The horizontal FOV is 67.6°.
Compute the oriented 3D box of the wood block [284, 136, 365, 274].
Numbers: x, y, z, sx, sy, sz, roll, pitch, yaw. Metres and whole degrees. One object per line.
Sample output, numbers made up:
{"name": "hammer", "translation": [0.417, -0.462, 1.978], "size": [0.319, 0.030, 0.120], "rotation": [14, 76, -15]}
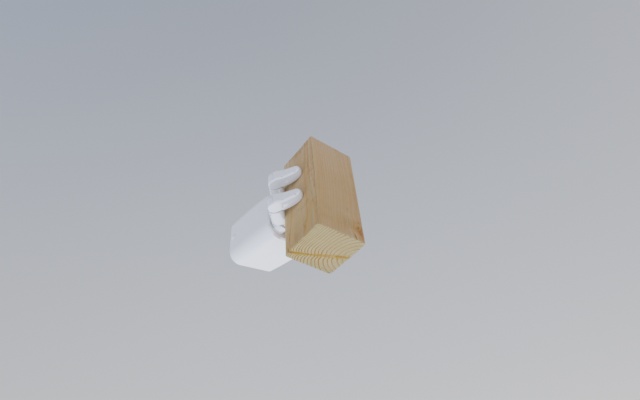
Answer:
{"name": "wood block", "translation": [0.000, 0.003, 0.789], "size": [0.091, 0.206, 0.090], "rotation": [26, -53, -27]}
